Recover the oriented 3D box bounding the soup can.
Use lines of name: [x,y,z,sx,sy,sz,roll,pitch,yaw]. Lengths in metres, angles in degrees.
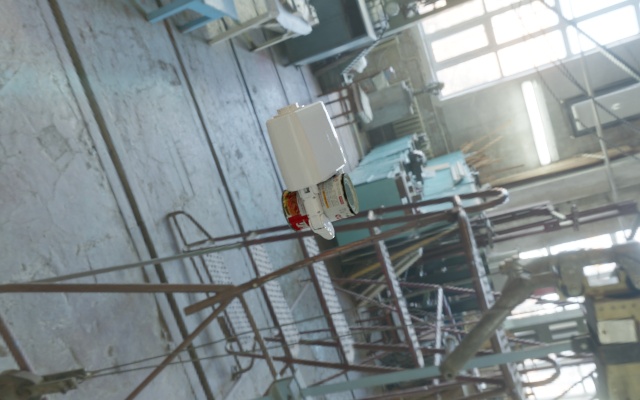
soup can: [0.001,0.003,0.734,0.102,0.068,0.068,-16,-5,17]
